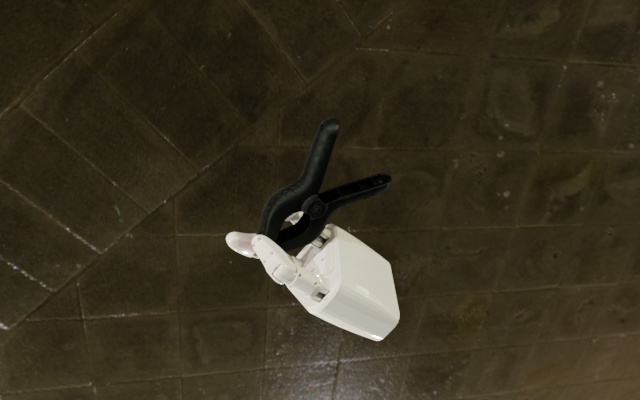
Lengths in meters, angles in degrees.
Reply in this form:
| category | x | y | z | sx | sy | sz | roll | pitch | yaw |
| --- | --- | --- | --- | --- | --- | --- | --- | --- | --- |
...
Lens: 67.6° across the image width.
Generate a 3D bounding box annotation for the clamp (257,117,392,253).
| category | x | y | z | sx | sy | sz | roll | pitch | yaw |
| --- | --- | --- | --- | --- | --- | --- | --- | --- | --- |
| clamp | 0.000 | 0.002 | 0.540 | 0.120 | 0.171 | 0.039 | 32 | 16 | -29 |
